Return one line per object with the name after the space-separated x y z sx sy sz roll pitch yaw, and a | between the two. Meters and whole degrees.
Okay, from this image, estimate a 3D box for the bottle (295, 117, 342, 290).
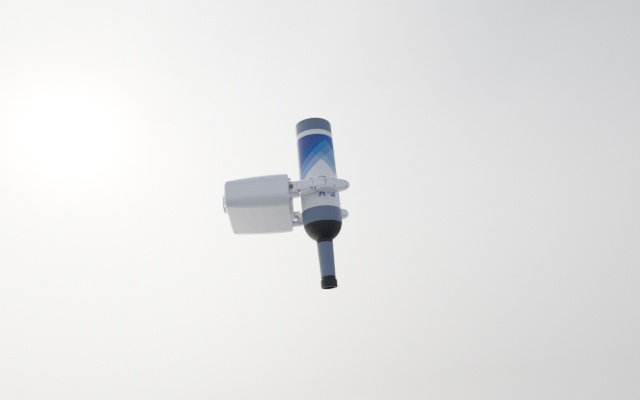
0.000 0.002 0.812 0.069 0.295 0.069 -5 -21 -2 | bottle
